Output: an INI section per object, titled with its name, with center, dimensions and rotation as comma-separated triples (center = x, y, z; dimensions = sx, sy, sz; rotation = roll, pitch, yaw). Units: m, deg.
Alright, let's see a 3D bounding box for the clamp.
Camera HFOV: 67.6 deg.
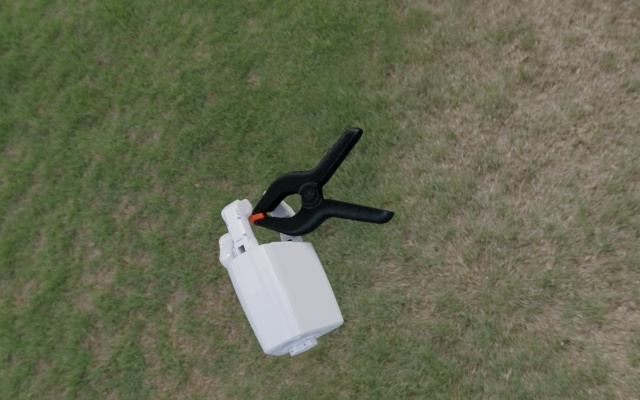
[clamp]
center = 0.000, 0.002, 0.569
dimensions = 0.171, 0.120, 0.039
rotation = -31, -21, 12
